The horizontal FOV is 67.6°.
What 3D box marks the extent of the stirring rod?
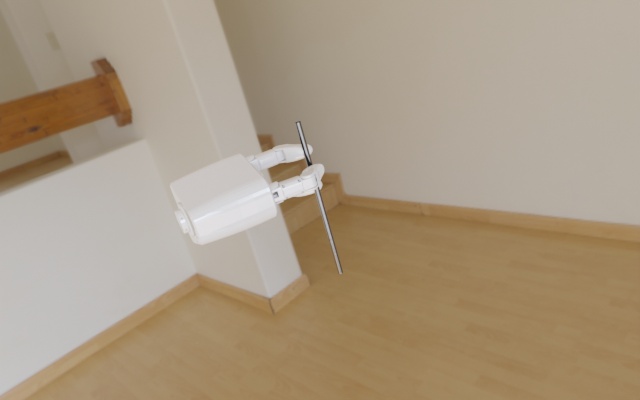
[{"bbox_3d":[0.000,0.002,0.689,0.011,0.240,0.011,-14,21,5],"label":"stirring rod"}]
